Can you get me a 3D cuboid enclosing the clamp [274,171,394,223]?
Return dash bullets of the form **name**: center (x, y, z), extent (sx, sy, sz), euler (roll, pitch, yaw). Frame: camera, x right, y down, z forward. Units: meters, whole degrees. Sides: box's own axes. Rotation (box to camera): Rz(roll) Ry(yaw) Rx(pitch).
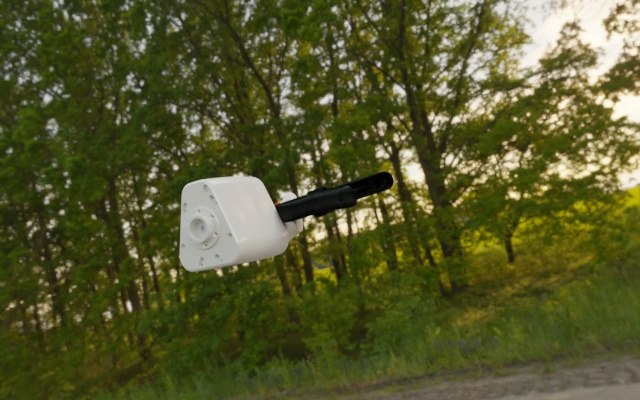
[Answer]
- **clamp**: center (0.000, 0.001, 0.610), extent (0.171, 0.039, 0.120), euler (-19, -3, 25)
